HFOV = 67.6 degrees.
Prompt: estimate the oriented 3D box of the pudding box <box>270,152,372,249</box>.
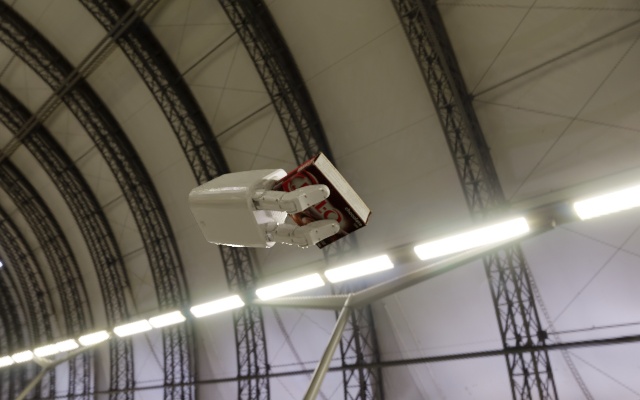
[{"bbox_3d":[0.000,0.002,0.648,0.090,0.113,0.039,-31,20,38],"label":"pudding box"}]
